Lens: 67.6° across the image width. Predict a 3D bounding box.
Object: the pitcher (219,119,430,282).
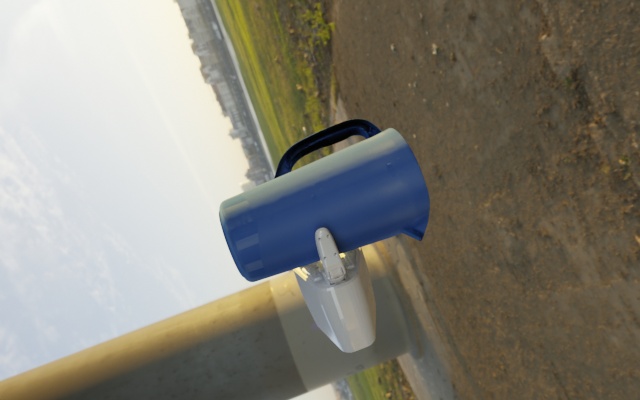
[{"bbox_3d":[0.000,0.002,0.602,0.243,0.145,0.149,-20,22,-5],"label":"pitcher"}]
